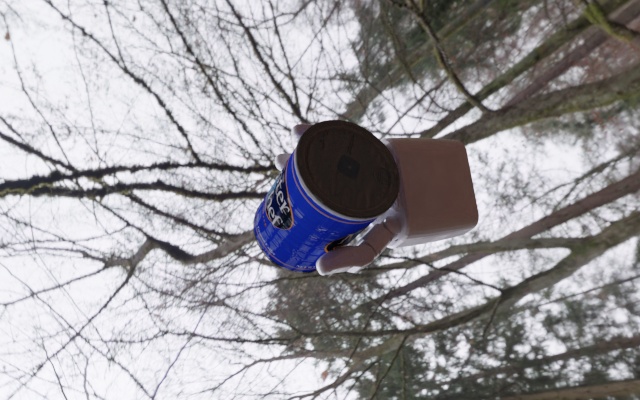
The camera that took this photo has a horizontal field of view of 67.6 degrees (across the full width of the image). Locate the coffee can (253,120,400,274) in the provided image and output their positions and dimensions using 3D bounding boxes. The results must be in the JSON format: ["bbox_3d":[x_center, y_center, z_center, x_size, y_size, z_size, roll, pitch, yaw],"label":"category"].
[{"bbox_3d":[0.000,0.002,0.480,0.103,0.102,0.140,0,-27,-25],"label":"coffee can"}]
